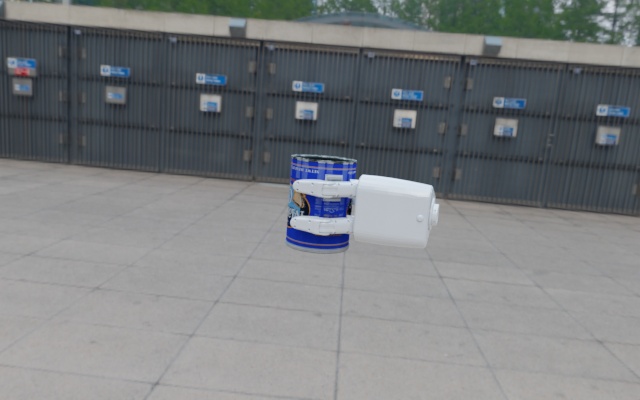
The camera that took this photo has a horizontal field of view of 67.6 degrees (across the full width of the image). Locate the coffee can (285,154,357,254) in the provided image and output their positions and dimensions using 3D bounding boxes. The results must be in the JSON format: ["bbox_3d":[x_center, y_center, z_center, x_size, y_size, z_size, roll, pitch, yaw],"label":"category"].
[{"bbox_3d":[0.000,0.003,0.752,0.103,0.140,0.103,5,10,-1],"label":"coffee can"}]
